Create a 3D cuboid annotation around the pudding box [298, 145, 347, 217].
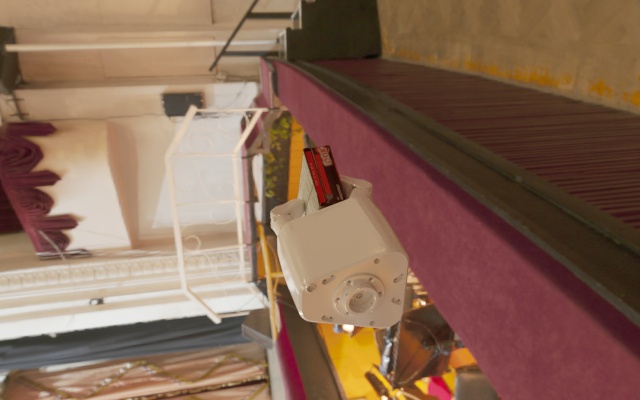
[{"bbox_3d":[0.000,0.002,0.590,0.039,0.090,0.114,-6,-35,-13],"label":"pudding box"}]
